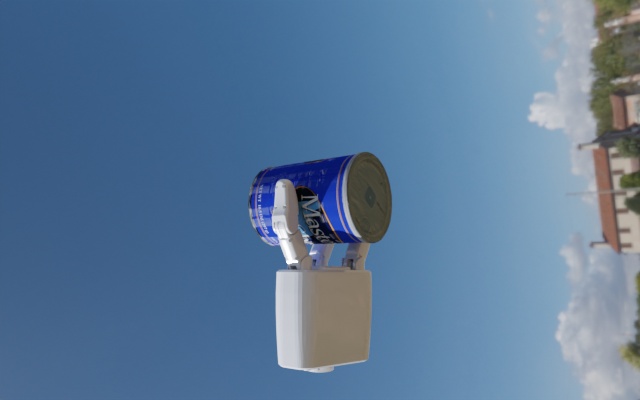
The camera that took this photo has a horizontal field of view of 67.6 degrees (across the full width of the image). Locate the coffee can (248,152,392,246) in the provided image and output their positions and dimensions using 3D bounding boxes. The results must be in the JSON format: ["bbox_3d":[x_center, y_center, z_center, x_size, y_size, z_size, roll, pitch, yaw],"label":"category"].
[{"bbox_3d":[0.000,0.002,0.572,0.140,0.103,0.103,-5,-3,35],"label":"coffee can"}]
